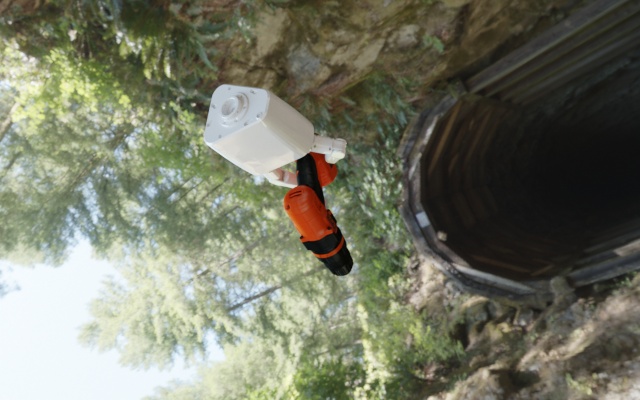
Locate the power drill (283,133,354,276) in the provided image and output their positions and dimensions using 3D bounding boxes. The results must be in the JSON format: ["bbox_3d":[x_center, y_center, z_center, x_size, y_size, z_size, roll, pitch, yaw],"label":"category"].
[{"bbox_3d":[0.000,0.002,0.727,0.057,0.187,0.185,-18,-46,12],"label":"power drill"}]
